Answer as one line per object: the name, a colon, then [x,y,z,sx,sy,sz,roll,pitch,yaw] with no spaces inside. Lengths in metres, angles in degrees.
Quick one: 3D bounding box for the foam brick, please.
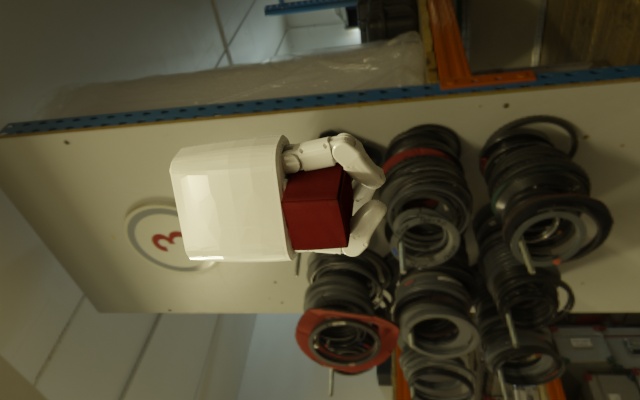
foam brick: [0.000,0.001,0.433,0.051,0.053,0.078,-4,32,11]
